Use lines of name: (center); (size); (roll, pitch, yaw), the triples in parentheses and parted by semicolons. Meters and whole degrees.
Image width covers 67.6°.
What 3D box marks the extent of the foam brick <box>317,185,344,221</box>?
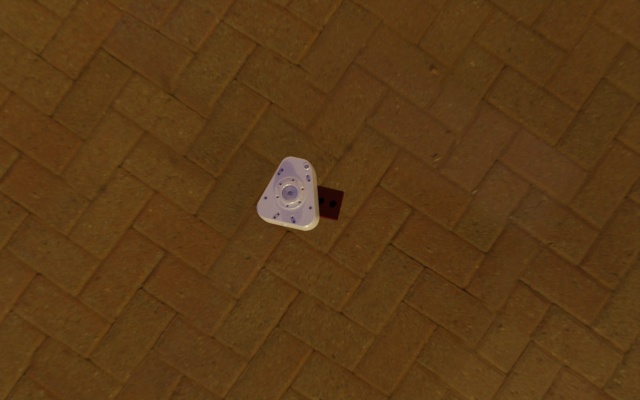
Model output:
foam brick: (0.000, 0.003, 0.858); (0.078, 0.053, 0.051); (12, -4, 1)
